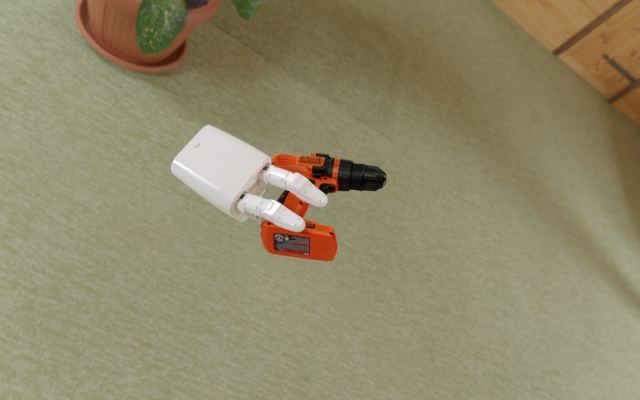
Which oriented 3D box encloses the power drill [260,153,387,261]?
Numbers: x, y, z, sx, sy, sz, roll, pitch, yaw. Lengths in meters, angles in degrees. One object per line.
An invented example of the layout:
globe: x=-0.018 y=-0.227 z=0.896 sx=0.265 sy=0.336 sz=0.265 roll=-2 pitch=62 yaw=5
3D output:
power drill: x=0.000 y=0.003 z=0.700 sx=0.184 sy=0.057 sz=0.187 roll=6 pitch=40 yaw=8
